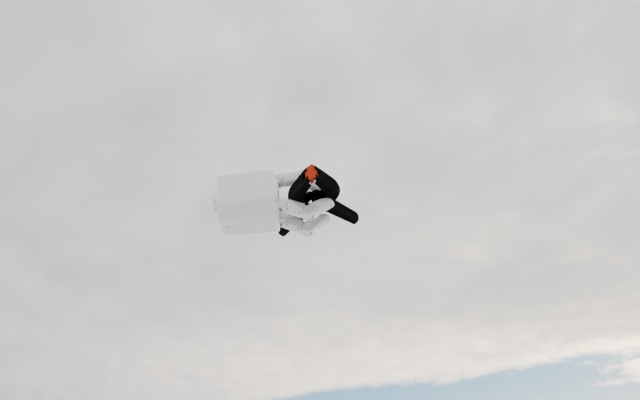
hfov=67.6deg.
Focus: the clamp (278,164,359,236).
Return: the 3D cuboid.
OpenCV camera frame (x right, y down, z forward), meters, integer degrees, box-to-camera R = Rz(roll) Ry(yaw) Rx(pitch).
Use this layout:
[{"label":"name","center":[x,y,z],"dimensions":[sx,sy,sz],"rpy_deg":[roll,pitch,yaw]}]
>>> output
[{"label":"clamp","center":[0.000,0.002,0.890],"dimensions":[0.164,0.036,0.210],"rpy_deg":[-7,-31,-8]}]
